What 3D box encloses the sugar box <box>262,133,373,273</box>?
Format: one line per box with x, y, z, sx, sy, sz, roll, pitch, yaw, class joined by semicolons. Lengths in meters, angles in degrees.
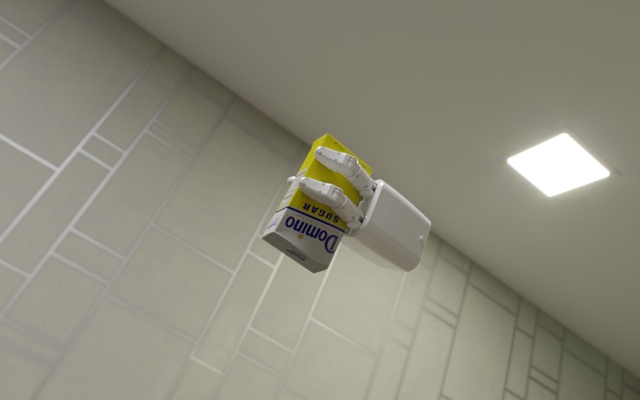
0.001;0.002;0.666;0.093;0.176;0.048;36;-32;-18;sugar box
